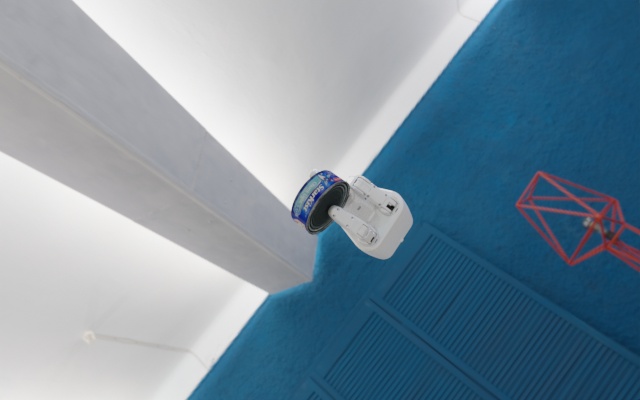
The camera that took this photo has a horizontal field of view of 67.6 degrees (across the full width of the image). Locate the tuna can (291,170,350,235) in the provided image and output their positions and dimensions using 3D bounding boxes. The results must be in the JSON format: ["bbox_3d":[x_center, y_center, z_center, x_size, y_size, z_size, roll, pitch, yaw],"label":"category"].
[{"bbox_3d":[0.000,0.002,0.646,0.033,0.086,0.086,36,16,24],"label":"tuna can"}]
